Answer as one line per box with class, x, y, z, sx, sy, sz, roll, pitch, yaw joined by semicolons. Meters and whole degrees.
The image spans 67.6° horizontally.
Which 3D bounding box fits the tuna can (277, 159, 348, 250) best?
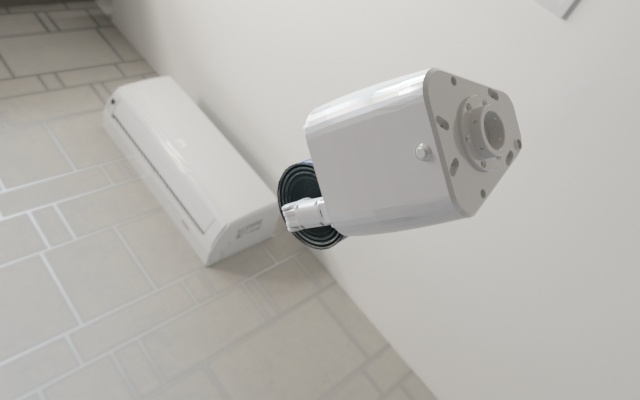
tuna can;0.000;0.001;0.457;0.086;0.086;0.033;0;18;44
